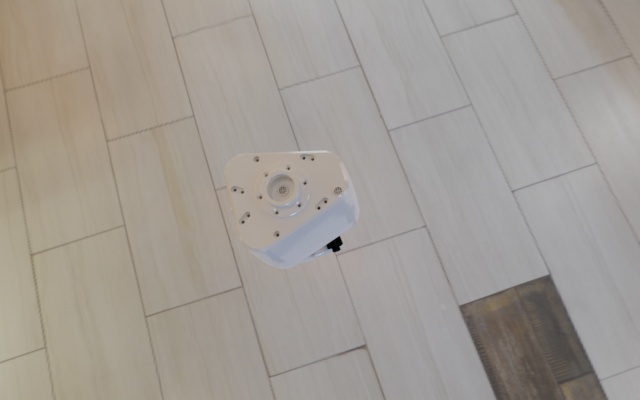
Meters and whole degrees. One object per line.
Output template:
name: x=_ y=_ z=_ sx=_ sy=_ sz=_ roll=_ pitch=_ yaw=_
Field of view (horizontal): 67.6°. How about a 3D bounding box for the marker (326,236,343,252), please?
marker: x=0.000 y=0.002 z=0.552 sx=0.020 sy=0.121 sz=0.020 roll=-17 pitch=-15 yaw=-5
